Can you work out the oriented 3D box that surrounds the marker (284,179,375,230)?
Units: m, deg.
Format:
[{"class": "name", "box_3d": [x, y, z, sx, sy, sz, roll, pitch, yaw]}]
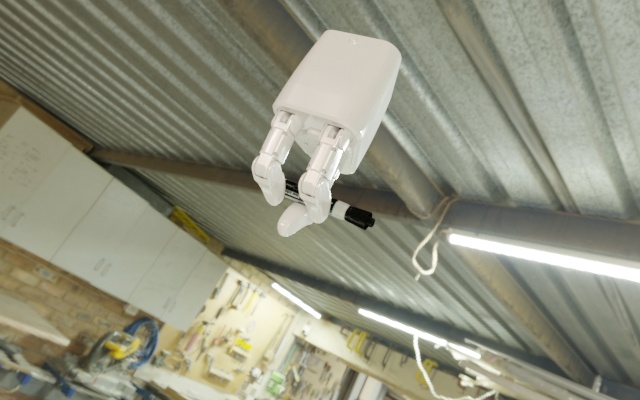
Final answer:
[{"class": "marker", "box_3d": [0.000, 0.002, 0.487, 0.121, 0.020, 0.020, 22, 9, 24]}]
